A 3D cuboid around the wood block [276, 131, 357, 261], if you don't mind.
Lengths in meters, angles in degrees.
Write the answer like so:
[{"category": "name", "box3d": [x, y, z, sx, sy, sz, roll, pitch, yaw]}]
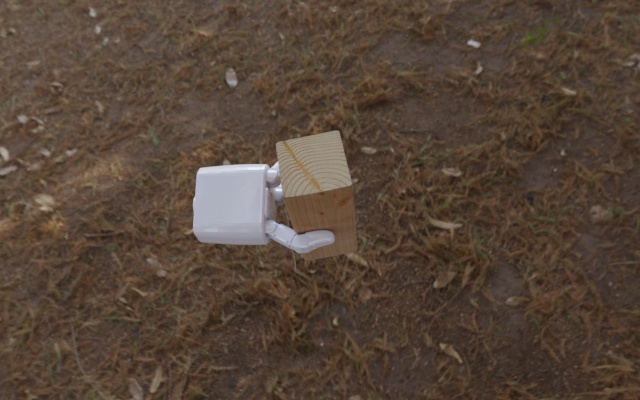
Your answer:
[{"category": "wood block", "box3d": [0.000, 0.003, 0.704, 0.090, 0.090, 0.206, -11, -30, 1]}]
